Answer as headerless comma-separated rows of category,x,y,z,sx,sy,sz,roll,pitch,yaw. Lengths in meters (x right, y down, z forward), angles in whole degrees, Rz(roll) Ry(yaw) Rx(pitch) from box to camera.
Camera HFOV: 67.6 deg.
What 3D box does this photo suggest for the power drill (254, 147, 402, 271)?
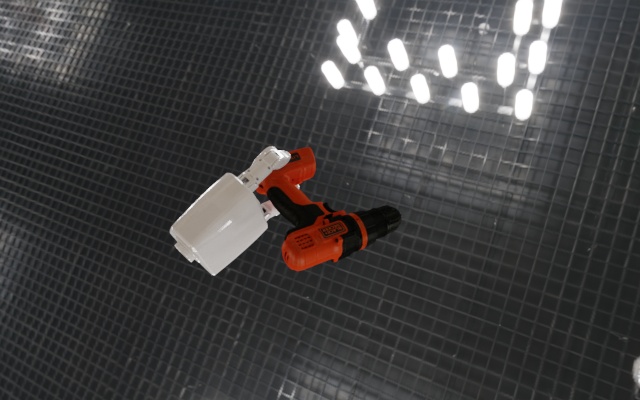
power drill,0.000,0.002,0.688,0.184,0.057,0.187,-17,50,-28
